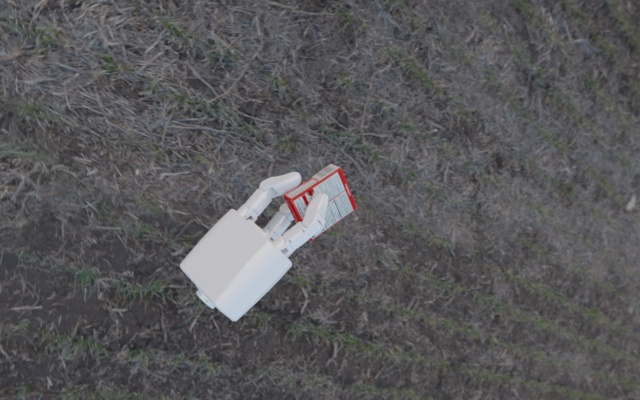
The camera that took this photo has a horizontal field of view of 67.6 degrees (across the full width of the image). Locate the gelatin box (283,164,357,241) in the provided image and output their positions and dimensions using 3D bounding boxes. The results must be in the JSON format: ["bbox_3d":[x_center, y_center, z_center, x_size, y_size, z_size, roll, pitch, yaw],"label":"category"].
[{"bbox_3d":[0.001,0.002,0.675,0.089,0.073,0.030,-34,30,-16],"label":"gelatin box"}]
